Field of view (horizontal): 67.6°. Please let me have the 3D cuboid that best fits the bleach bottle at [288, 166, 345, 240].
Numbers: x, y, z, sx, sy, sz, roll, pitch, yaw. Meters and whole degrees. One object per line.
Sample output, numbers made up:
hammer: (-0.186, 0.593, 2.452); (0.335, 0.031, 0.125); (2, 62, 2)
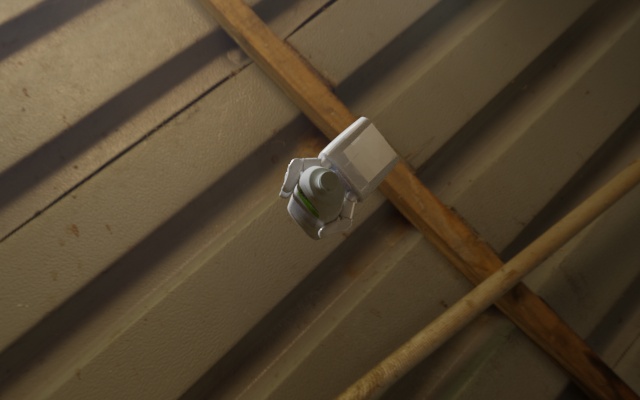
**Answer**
bleach bottle: (0.000, 0.003, 0.828); (0.068, 0.102, 0.251); (-43, -3, -15)
